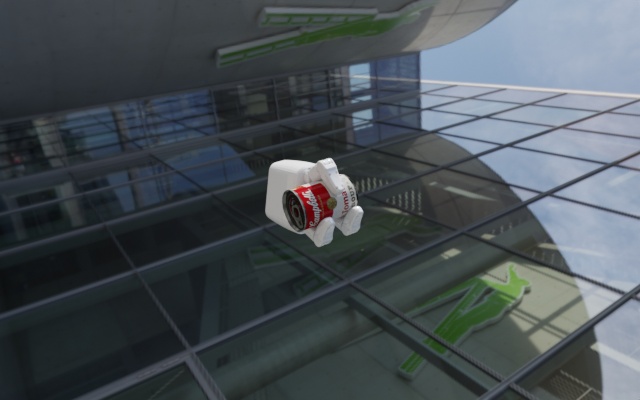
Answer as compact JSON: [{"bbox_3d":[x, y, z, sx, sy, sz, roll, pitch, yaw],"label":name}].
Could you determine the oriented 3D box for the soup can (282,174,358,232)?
[{"bbox_3d":[0.001,0.002,0.752,0.102,0.068,0.068,-18,9,-29],"label":"soup can"}]
